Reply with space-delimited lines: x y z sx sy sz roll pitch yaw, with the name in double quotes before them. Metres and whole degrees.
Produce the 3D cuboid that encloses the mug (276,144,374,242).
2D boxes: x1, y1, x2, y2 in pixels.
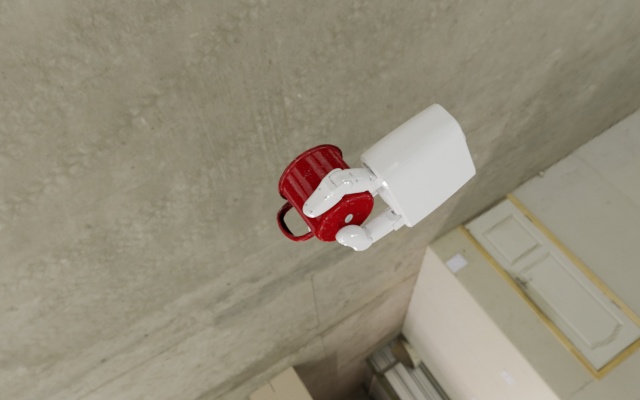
"mug" -0.001 0.003 0.566 0.117 0.081 0.093 -39 -29 2
